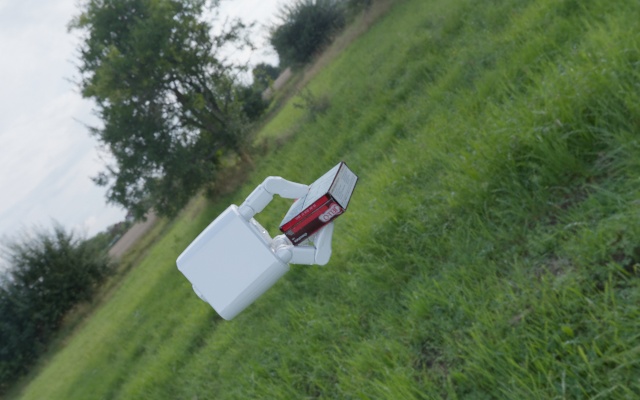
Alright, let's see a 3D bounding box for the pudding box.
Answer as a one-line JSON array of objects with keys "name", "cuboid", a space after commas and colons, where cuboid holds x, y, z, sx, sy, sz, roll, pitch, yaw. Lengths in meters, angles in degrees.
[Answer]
[{"name": "pudding box", "cuboid": [0.000, 0.002, 0.641, 0.090, 0.039, 0.113, -35, 15, 26]}]
